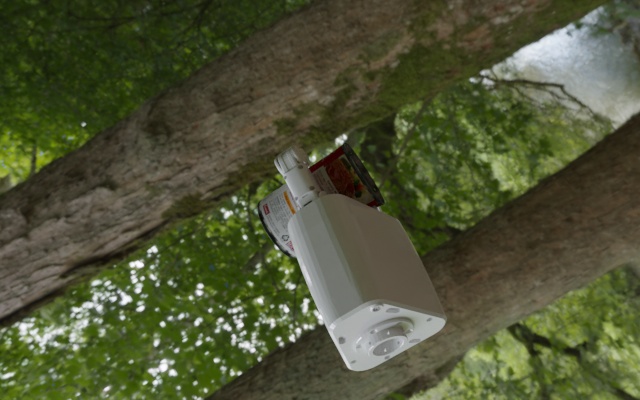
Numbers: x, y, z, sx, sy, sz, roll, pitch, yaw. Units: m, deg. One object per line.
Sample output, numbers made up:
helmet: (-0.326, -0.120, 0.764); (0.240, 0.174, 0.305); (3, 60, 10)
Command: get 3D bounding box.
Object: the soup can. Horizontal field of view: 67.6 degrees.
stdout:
soup can: (0.000, 0.001, 0.453); (0.102, 0.068, 0.068); (-33, -8, 12)
